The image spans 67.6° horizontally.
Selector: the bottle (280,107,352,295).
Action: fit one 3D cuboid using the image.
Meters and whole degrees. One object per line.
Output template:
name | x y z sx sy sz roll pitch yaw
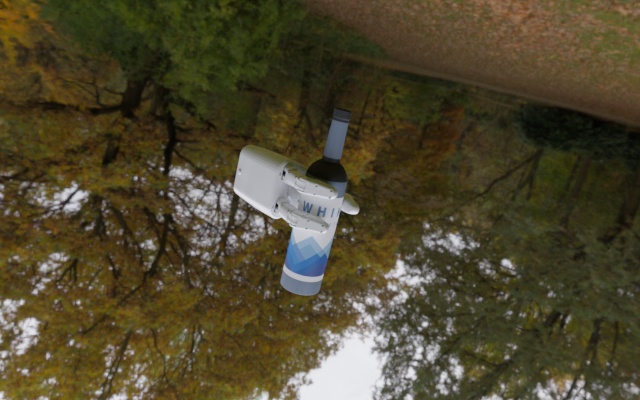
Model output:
bottle | 0.000 0.003 0.749 0.069 0.296 0.069 13 15 -4
